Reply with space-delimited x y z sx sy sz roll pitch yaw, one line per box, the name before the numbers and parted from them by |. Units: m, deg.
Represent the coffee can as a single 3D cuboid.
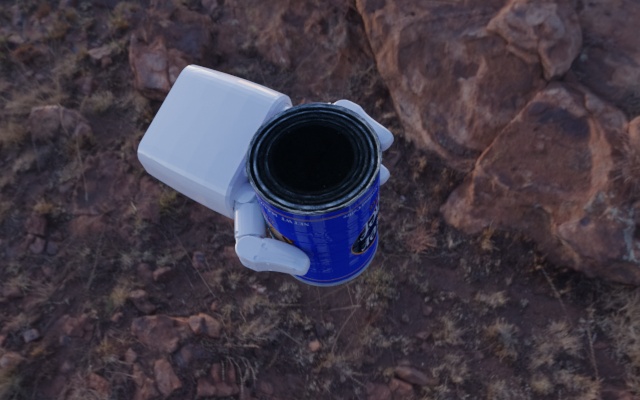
coffee can | 0.000 0.002 0.413 0.103 0.102 0.140 0 -31 5
